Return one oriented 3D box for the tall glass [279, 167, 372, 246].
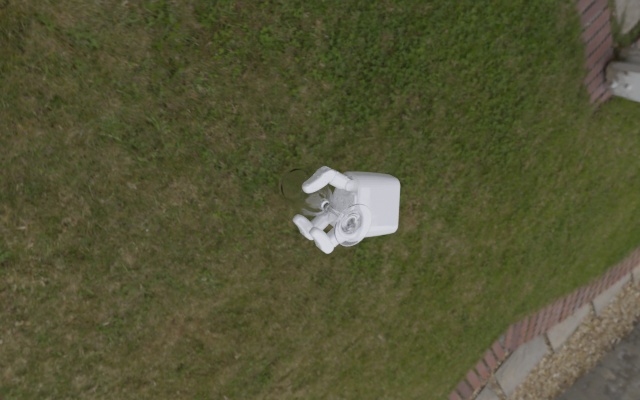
[{"bbox_3d":[0.000,0.003,0.838,0.079,0.079,0.201,0,22,-36],"label":"tall glass"}]
